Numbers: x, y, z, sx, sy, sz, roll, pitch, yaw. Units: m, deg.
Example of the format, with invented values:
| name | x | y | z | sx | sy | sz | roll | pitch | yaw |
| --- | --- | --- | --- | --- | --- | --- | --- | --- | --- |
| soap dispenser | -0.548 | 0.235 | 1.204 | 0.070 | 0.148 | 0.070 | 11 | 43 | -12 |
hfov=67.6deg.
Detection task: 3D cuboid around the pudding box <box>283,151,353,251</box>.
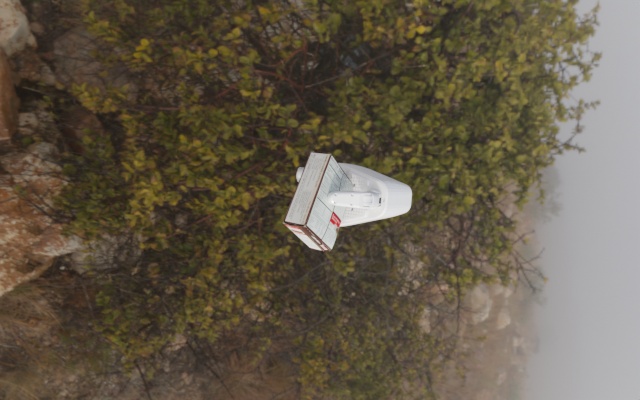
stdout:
| name | x | y | z | sx | sy | sz | roll | pitch | yaw |
| --- | --- | --- | --- | --- | --- | --- | --- | --- | --- |
| pudding box | 0.000 | 0.002 | 0.659 | 0.039 | 0.113 | 0.090 | 6 | -24 | 30 |
